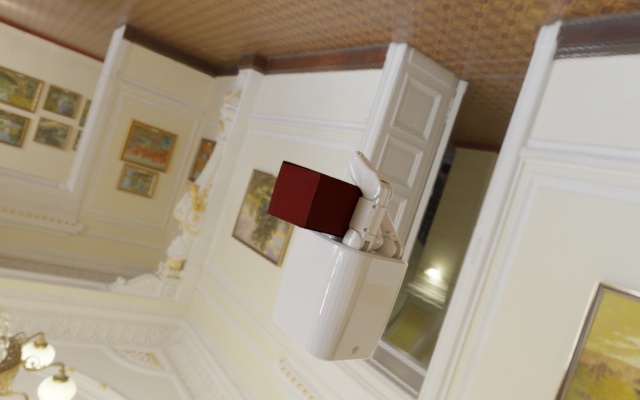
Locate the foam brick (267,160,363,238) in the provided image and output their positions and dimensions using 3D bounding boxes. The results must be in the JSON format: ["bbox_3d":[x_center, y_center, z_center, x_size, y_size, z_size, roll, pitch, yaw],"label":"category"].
[{"bbox_3d":[0.000,0.001,0.443,0.053,0.051,0.078,21,3,43],"label":"foam brick"}]
